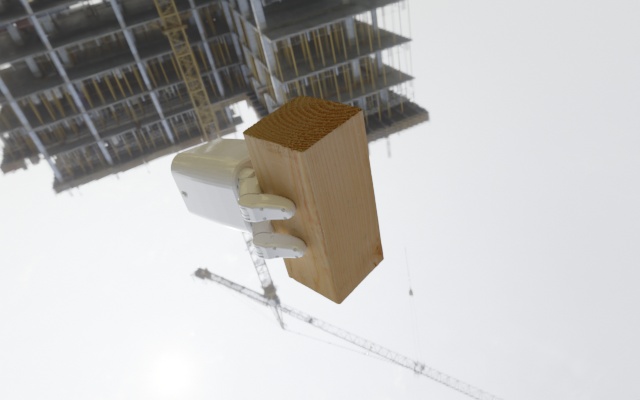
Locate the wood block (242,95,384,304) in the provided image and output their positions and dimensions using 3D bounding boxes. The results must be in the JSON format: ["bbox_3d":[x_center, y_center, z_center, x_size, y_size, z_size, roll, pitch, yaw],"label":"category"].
[{"bbox_3d":[0.000,0.002,0.530,0.090,0.206,0.090,21,49,37],"label":"wood block"}]
